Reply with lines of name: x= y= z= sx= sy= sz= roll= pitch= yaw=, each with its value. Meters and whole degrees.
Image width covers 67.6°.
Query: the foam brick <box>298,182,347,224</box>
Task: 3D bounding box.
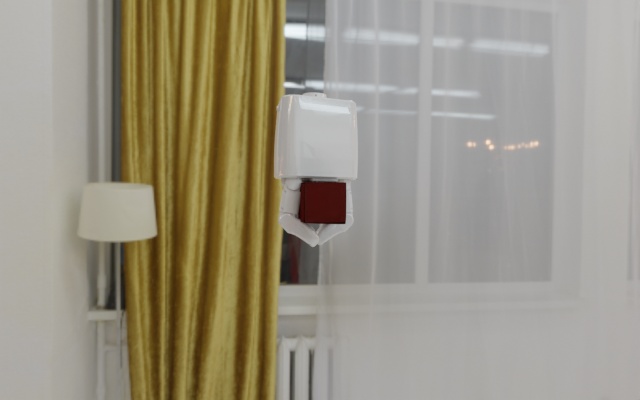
foam brick: x=0.000 y=0.002 z=0.609 sx=0.053 sy=0.051 sz=0.078 roll=1 pitch=1 yaw=-9
